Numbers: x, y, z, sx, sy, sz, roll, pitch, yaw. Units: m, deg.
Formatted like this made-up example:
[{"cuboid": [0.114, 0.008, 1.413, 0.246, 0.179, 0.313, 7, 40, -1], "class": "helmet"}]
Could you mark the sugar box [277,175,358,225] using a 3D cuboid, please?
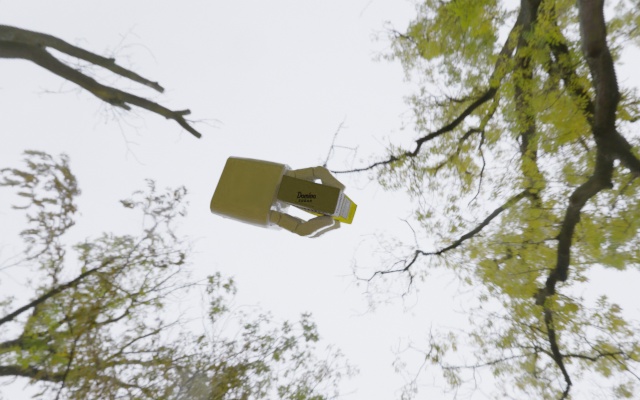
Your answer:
[{"cuboid": [0.000, 0.003, 0.775, 0.093, 0.048, 0.176, 14, -2, 15], "class": "sugar box"}]
